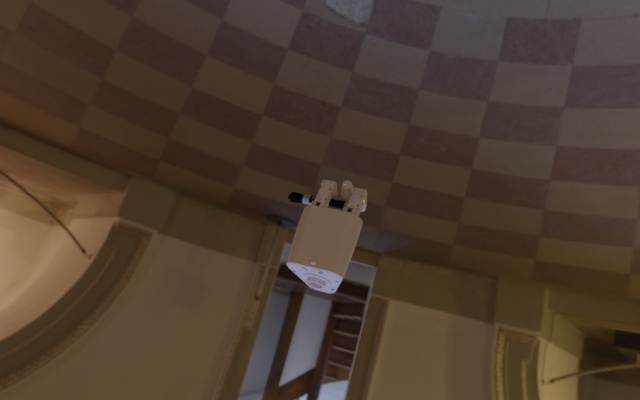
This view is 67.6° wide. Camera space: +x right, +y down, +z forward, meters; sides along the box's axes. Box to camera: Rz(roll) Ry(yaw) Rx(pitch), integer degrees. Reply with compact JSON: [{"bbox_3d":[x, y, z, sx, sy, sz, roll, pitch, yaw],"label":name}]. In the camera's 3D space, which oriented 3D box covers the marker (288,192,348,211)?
[{"bbox_3d":[0.000,0.003,0.841,0.121,0.020,0.020,10,3,18],"label":"marker"}]
